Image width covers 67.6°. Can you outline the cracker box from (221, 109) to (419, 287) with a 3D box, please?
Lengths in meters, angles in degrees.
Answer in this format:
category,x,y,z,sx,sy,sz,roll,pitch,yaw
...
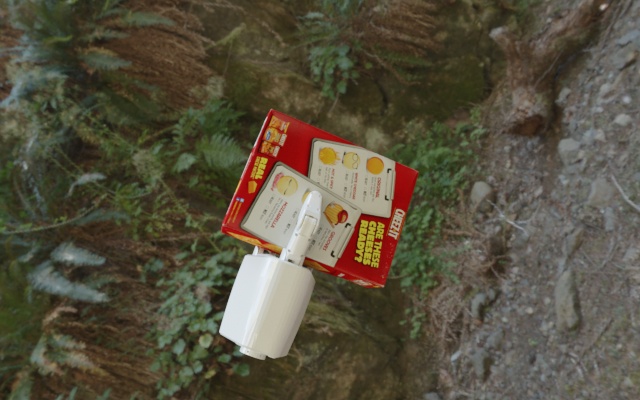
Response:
category,x,y,z,sx,sy,sz,roll,pitch,yaw
cracker box,0.000,0.002,0.626,0.214,0.164,0.072,22,-15,-9
